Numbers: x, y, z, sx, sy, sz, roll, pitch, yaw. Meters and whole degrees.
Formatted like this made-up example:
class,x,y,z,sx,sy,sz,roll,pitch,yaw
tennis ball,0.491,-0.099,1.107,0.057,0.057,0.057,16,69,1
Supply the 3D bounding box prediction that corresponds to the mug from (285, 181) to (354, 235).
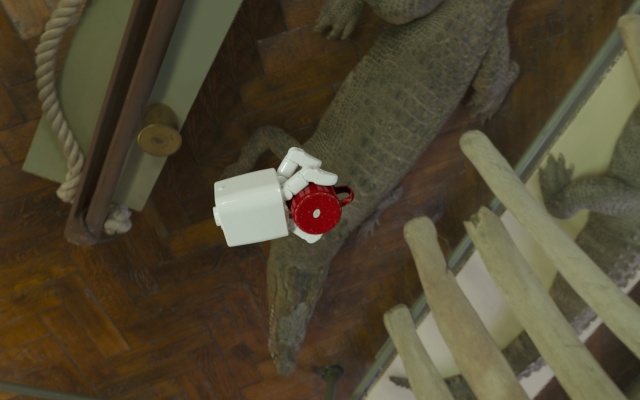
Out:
class,x,y,z,sx,sy,sz,roll,pitch,yaw
mug,0.002,0.002,0.806,0.117,0.093,0.081,-13,29,-7
